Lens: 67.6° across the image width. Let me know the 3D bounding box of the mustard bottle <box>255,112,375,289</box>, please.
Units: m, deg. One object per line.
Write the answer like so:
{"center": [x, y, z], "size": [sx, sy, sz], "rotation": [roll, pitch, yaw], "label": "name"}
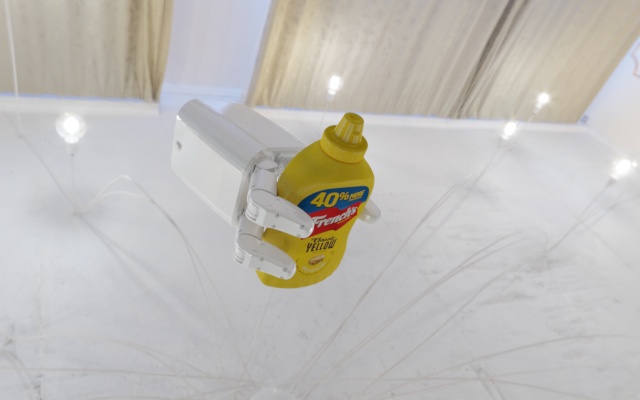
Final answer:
{"center": [0.000, 0.002, 0.455], "size": [0.096, 0.192, 0.058], "rotation": [-5, 44, -31], "label": "mustard bottle"}
